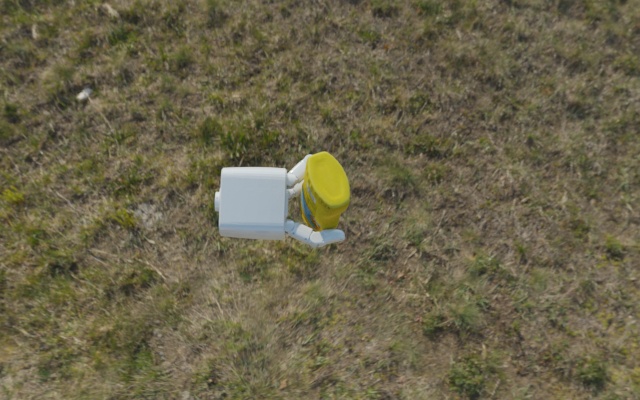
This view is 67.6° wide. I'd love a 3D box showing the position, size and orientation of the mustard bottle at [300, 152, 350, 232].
[{"bbox_3d":[0.000,0.002,0.801,0.058,0.096,0.192,-21,-18,-16],"label":"mustard bottle"}]
